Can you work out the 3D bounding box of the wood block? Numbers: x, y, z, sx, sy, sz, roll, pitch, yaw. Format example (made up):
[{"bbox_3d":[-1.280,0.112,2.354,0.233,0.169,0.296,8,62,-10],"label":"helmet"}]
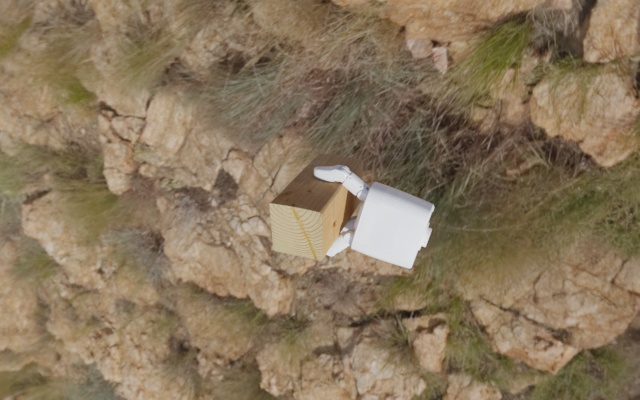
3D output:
[{"bbox_3d":[0.000,0.003,0.824,0.090,0.091,0.206,10,31,19],"label":"wood block"}]
